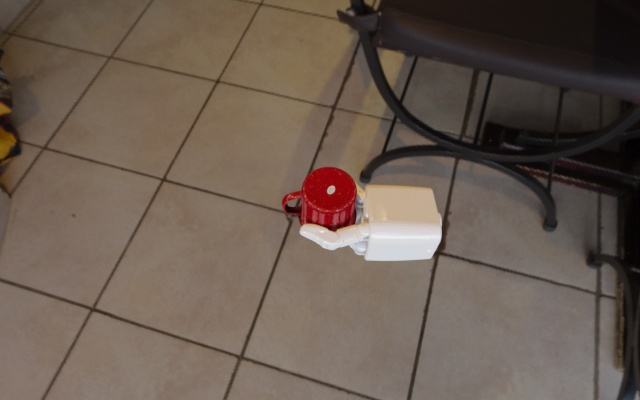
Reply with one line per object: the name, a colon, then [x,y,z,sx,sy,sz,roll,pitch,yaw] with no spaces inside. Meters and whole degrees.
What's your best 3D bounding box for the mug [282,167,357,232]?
mug: [-0.001,0.002,0.723,0.117,0.093,0.081,1,-30,-1]
